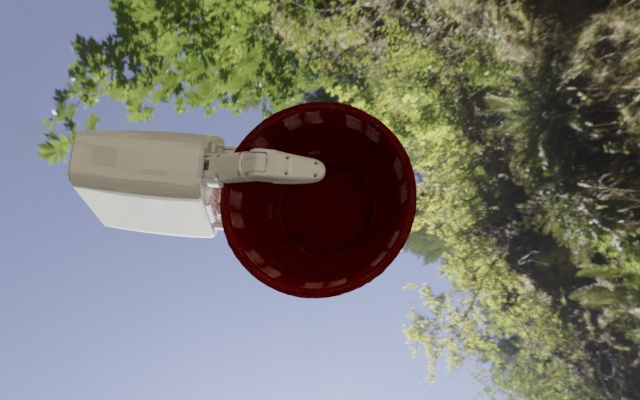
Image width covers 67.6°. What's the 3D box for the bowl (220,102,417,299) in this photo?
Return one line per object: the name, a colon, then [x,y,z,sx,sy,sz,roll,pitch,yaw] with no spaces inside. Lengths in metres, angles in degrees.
bowl: [0.001,0.002,0.407,0.162,0.162,0.055,0,-12,11]
